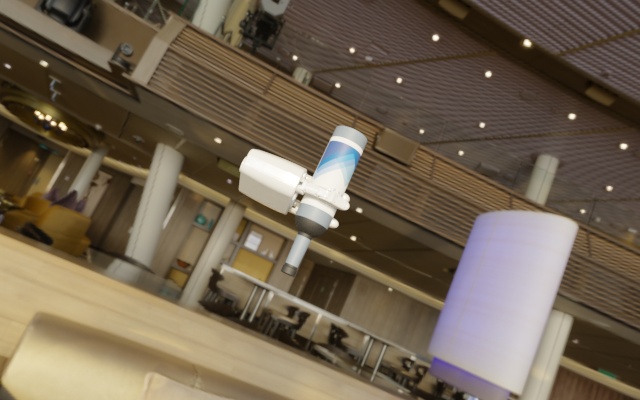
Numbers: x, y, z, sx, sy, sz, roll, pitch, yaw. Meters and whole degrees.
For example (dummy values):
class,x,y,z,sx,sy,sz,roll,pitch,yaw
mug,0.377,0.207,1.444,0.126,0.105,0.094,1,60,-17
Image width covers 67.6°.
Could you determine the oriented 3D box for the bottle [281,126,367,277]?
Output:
class,x,y,z,sx,sy,sz,roll,pitch,yaw
bottle,0.000,0.003,0.896,0.069,0.295,0.069,24,-12,5
